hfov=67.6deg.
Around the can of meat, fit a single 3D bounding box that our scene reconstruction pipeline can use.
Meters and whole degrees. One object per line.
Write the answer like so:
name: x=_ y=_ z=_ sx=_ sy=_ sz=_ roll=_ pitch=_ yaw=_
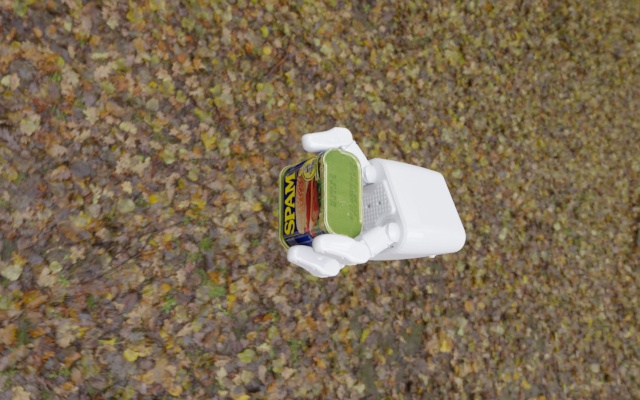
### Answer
can of meat: x=0.000 y=0.002 z=0.518 sx=0.057 sy=0.102 sz=0.084 roll=10 pitch=-18 yaw=-35
